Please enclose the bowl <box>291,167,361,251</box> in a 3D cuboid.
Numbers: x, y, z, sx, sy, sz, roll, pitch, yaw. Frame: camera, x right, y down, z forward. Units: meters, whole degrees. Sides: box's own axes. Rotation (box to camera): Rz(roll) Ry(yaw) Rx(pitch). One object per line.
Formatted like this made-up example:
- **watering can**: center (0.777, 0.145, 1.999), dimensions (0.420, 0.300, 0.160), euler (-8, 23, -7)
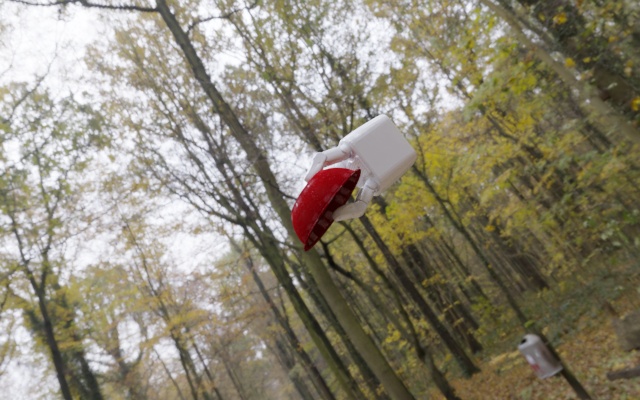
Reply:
- **bowl**: center (-0.001, 0.003, 0.784), dimensions (0.055, 0.162, 0.162), euler (34, 6, 10)
